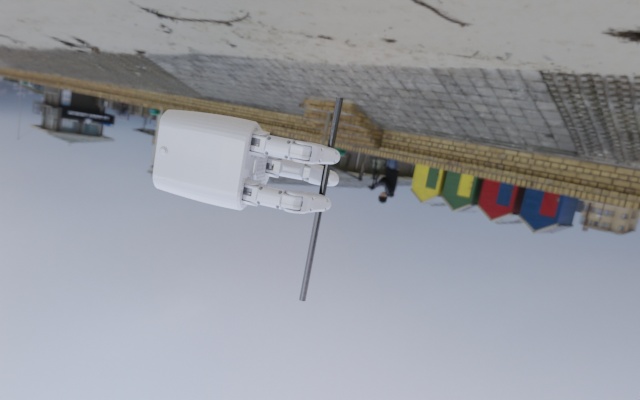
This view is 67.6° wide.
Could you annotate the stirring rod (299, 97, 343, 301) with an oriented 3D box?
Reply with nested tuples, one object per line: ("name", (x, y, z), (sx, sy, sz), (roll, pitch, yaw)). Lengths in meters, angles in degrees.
("stirring rod", (0.000, 0.002, 0.553), (0.011, 0.239, 0.011), (10, 8, -2))
